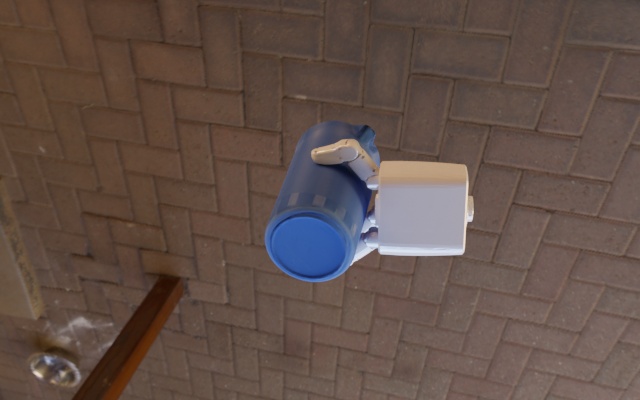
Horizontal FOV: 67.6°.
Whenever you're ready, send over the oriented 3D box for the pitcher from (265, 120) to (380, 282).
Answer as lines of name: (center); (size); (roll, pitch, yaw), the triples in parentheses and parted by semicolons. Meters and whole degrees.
pitcher: (0.000, 0.002, 0.650); (0.145, 0.149, 0.242); (1, 30, 11)
